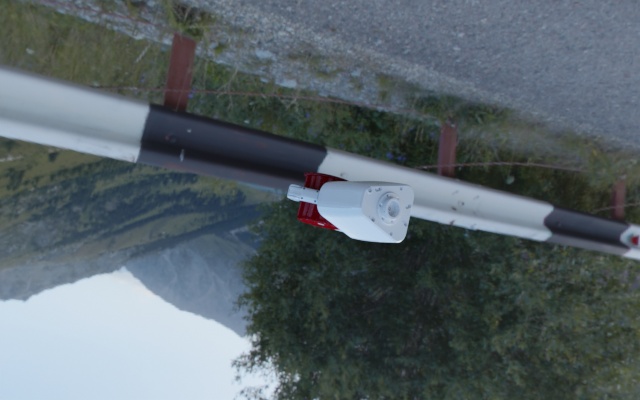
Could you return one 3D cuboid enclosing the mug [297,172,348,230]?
[{"bbox_3d":[-0.001,0.003,0.839,0.093,0.081,0.117,19,-9,-33],"label":"mug"}]
